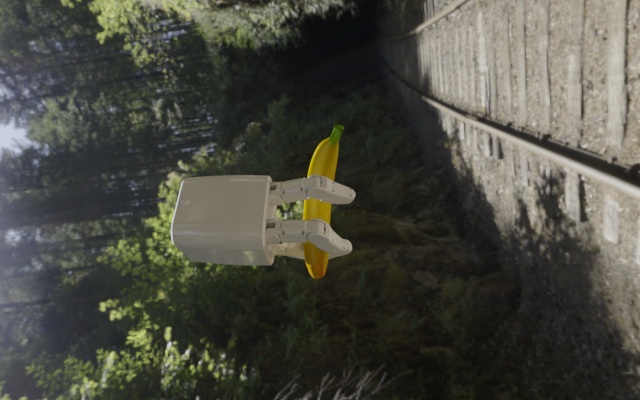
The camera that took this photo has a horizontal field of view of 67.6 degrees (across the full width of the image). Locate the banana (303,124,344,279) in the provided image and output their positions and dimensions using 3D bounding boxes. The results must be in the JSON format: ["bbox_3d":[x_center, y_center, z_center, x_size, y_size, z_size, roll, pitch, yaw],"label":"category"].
[{"bbox_3d":[-0.002,0.003,0.612,0.037,0.197,0.070,7,-14,-5],"label":"banana"}]
